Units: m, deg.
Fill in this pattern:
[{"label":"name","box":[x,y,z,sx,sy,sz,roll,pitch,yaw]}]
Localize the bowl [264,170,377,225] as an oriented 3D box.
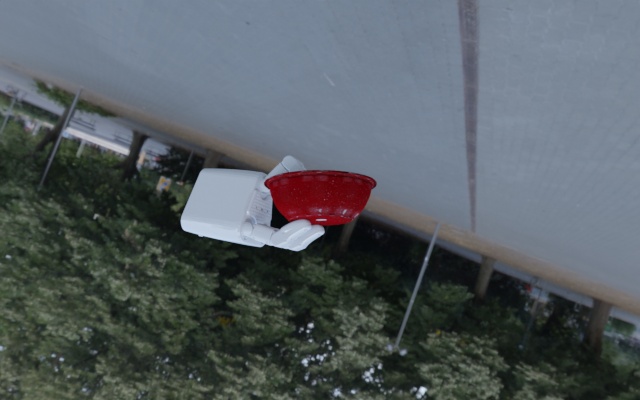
[{"label":"bowl","box":[0.001,0.003,0.679,0.162,0.055,0.162,0,-11,0]}]
